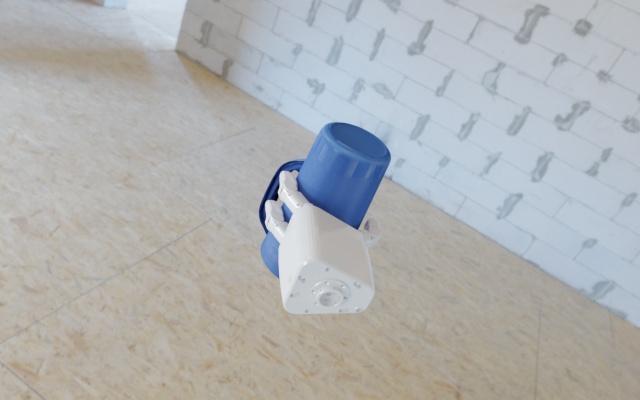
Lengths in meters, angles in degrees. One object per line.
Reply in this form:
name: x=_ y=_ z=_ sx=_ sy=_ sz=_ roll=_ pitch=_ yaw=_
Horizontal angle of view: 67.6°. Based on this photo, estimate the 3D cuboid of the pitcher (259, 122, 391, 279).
pitcher: x=0.000 y=0.003 z=0.727 sx=0.149 sy=0.243 sz=0.145 roll=17 pitch=31 yaw=-15
